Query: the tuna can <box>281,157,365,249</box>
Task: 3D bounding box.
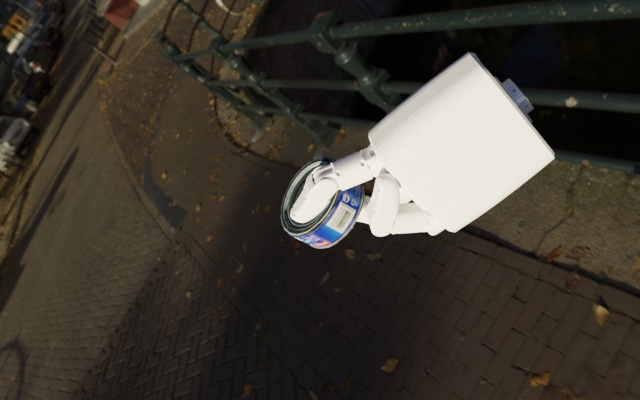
[{"bbox_3d":[0.000,0.001,0.468,0.034,0.086,0.086,29,-18,-35],"label":"tuna can"}]
